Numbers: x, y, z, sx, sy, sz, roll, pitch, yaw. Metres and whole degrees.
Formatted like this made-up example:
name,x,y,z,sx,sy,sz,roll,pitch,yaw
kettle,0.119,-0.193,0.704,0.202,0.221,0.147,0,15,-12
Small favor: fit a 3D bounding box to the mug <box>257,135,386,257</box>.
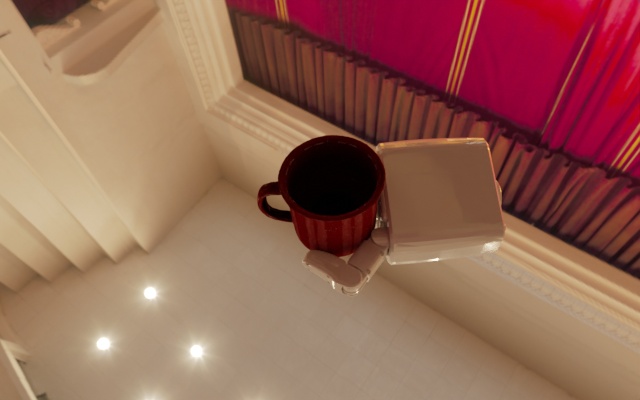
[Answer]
name,x,y,z,sx,sy,sz,roll,pitch,yaw
mug,-0.001,0.002,0.445,0.117,0.093,0.082,-4,-34,2
